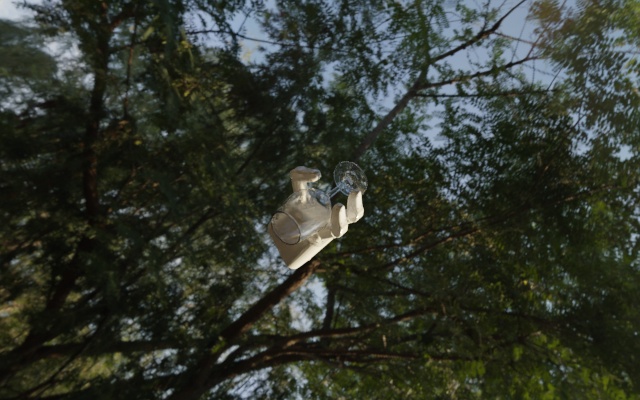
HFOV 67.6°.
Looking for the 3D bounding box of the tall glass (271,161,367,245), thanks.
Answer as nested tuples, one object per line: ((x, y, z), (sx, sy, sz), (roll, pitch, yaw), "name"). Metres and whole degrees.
((0.001, 0.002, 0.839), (0.079, 0.079, 0.201), (0, 25, 39), "tall glass")
